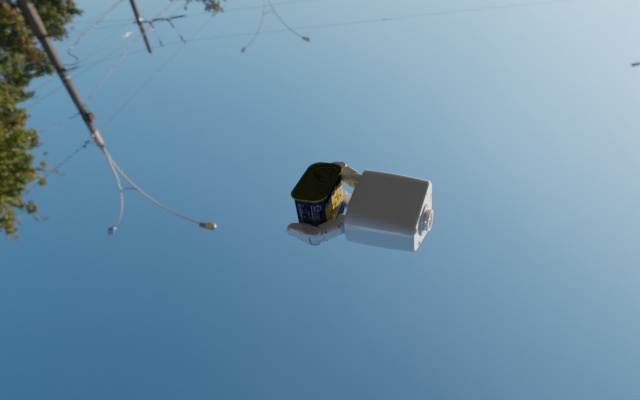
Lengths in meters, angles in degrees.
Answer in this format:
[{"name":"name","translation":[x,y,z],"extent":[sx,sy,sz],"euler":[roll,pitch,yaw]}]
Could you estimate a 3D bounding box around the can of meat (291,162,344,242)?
[{"name":"can of meat","translation":[0.000,0.003,0.750],"extent":[0.057,0.084,0.102],"euler":[7,39,21]}]
